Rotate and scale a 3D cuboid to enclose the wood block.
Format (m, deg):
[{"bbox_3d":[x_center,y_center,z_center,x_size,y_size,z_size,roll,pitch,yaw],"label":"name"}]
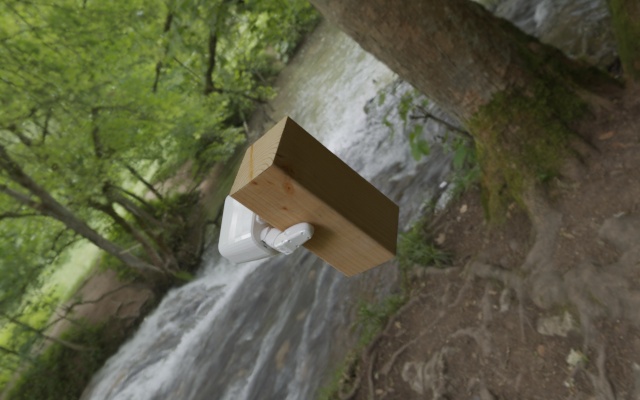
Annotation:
[{"bbox_3d":[0.000,0.002,0.618,0.206,0.090,0.090,36,-46,-25],"label":"wood block"}]
